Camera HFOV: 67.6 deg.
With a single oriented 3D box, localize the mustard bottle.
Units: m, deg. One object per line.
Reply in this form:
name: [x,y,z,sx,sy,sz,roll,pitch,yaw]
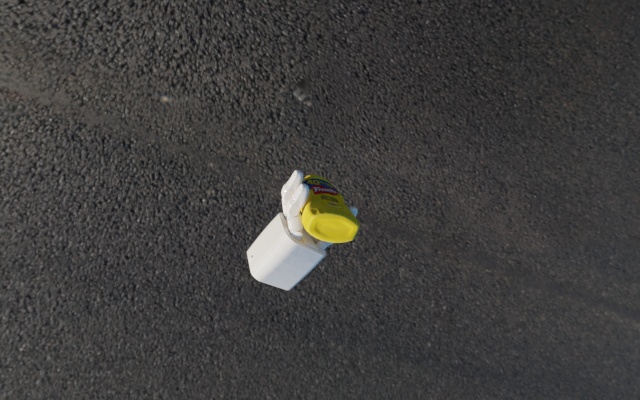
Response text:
mustard bottle: [0.000,0.003,0.880,0.096,0.058,0.191,11,25,-21]
